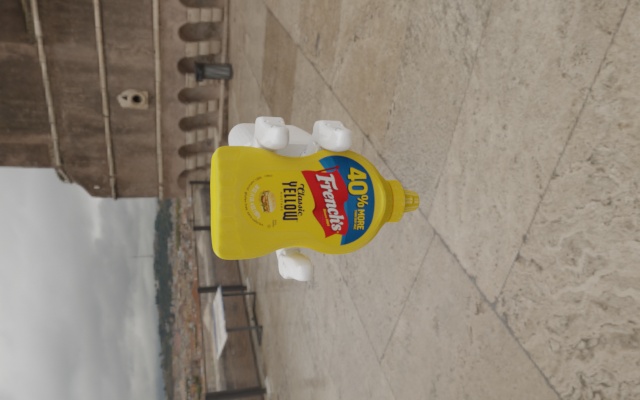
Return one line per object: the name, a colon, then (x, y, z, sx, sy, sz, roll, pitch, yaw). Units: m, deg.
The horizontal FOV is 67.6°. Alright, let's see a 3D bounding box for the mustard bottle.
mustard bottle: (0.000, 0.001, 0.432, 0.191, 0.096, 0.058, 0, -3, -18)
